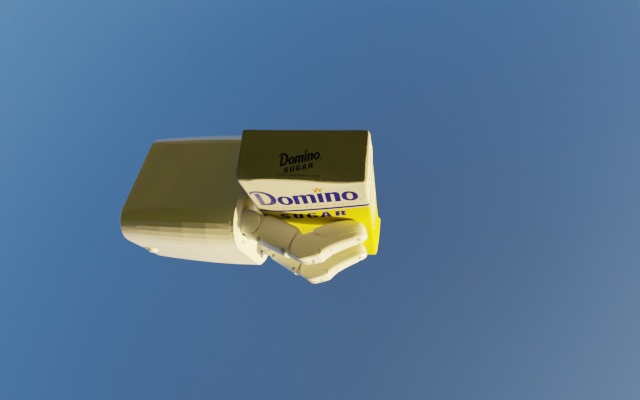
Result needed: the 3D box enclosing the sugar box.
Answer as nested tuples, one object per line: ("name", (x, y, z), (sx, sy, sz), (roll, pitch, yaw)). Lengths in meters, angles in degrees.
("sugar box", (0.000, 0.002, 0.402), (0.093, 0.048, 0.176), (2, -19, 10))
